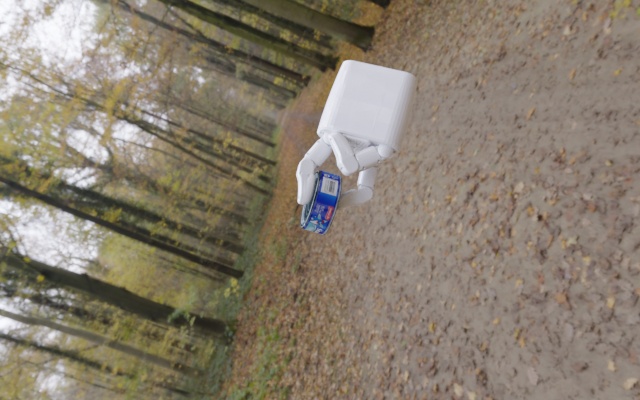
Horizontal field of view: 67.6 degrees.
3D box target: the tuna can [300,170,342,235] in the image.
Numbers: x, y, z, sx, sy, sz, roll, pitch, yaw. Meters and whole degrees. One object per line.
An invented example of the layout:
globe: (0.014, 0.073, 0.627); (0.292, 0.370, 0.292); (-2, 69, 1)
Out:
tuna can: (0.000, 0.002, 0.660); (0.034, 0.086, 0.086); (16, -3, -9)
